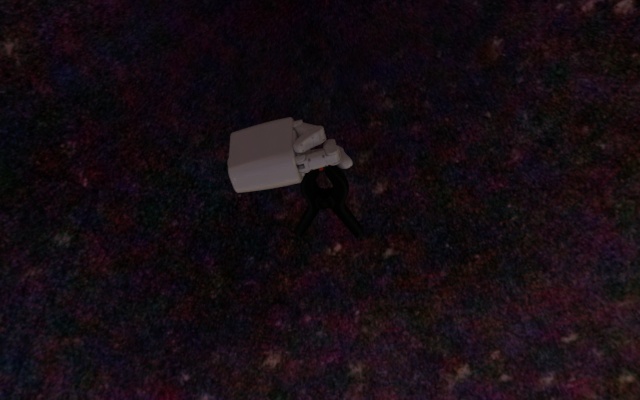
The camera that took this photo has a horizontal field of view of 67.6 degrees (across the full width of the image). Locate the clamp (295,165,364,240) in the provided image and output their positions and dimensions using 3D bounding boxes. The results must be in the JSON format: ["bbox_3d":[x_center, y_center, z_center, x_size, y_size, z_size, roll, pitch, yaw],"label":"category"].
[{"bbox_3d":[0.000,0.003,0.800,0.120,0.172,0.039,-11,31,8],"label":"clamp"}]
